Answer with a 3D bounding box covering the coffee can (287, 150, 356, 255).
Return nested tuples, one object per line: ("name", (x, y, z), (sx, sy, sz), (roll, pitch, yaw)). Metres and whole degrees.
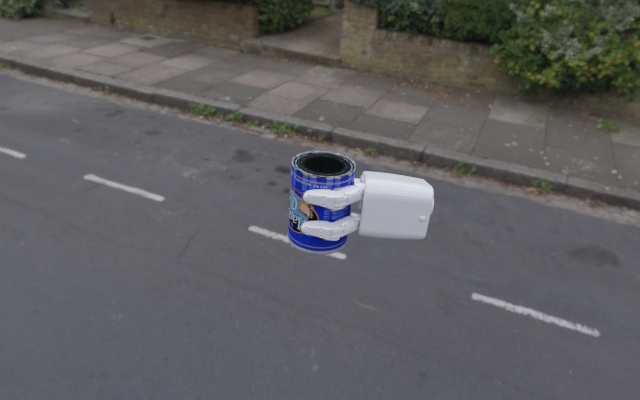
("coffee can", (0.000, 0.003, 0.780), (0.103, 0.140, 0.102), (4, 28, -2))
